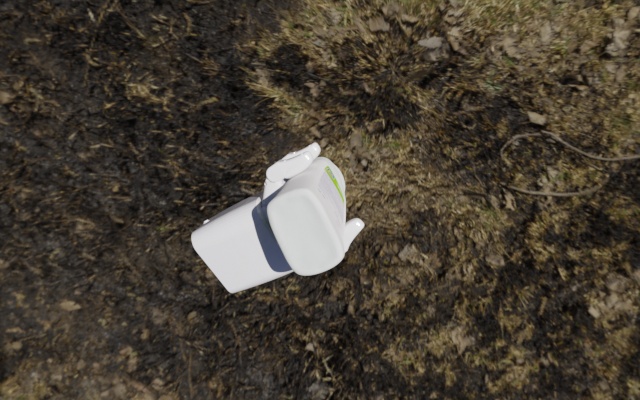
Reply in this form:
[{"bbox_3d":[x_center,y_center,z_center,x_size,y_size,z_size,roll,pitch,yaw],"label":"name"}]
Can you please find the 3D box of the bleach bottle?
[{"bbox_3d":[0.000,0.002,0.634,0.068,0.102,0.250,-22,11,14],"label":"bleach bottle"}]
